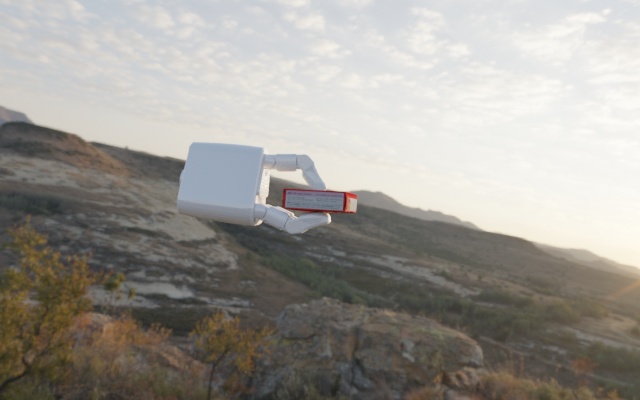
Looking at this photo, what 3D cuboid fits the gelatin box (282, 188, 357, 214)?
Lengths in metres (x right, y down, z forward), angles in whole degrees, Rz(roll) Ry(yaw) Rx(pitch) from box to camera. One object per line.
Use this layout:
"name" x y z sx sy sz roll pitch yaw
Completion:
"gelatin box" 0.000 0.002 0.661 0.089 0.030 0.073 2 -3 16
